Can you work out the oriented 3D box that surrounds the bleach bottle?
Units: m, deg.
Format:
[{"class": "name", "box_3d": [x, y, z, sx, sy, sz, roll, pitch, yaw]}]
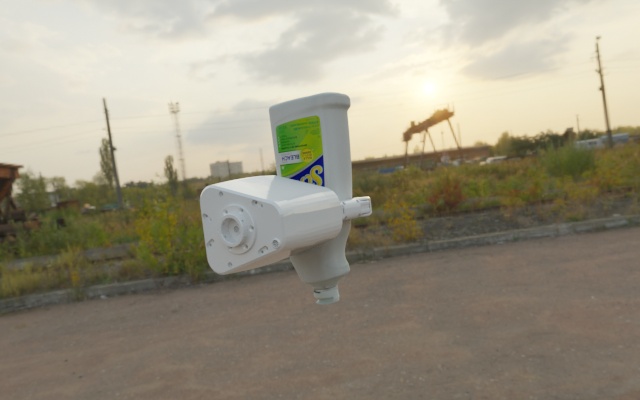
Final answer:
[{"class": "bleach bottle", "box_3d": [0.000, 0.002, 0.590, 0.102, 0.251, 0.068, -6, 3, 32]}]
